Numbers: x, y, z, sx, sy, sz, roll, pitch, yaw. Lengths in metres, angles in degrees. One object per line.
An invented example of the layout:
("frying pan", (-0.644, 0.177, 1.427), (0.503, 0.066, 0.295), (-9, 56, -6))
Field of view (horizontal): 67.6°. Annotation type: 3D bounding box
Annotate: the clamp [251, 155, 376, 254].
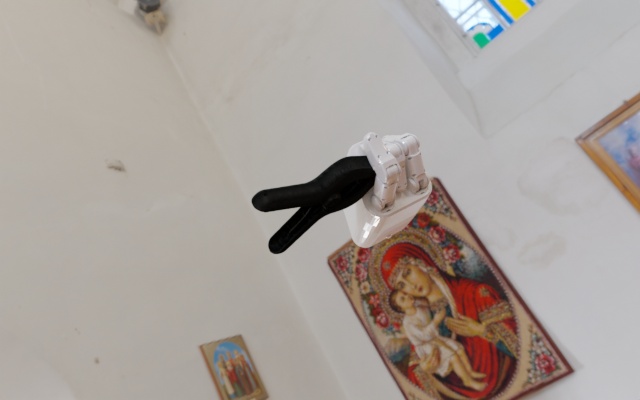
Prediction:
("clamp", (0.000, 0.001, 0.565), (0.171, 0.039, 0.120), (-22, -26, -19))
